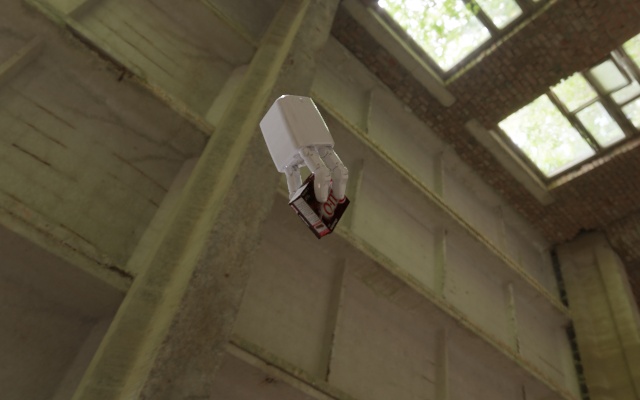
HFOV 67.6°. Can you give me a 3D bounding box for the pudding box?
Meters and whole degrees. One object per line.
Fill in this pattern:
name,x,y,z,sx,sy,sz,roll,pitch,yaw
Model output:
pudding box,0.000,0.003,0.872,0.039,0.090,0.113,-32,14,37
